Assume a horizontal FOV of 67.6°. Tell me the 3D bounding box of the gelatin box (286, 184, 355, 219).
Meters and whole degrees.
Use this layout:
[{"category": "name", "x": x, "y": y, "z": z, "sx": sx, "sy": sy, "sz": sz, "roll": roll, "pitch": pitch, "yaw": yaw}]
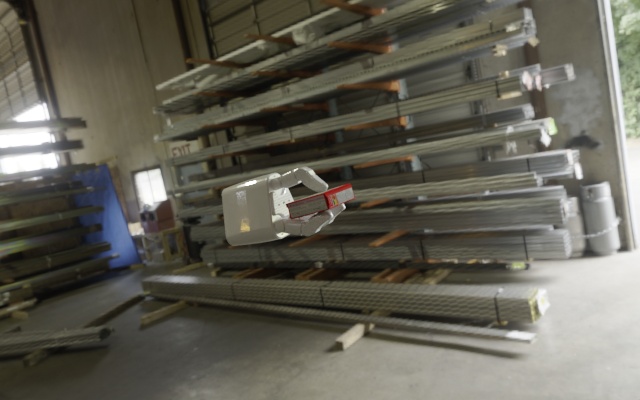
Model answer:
[{"category": "gelatin box", "x": 0.000, "y": 0.002, "z": 0.779, "sx": 0.089, "sy": 0.030, "sz": 0.073, "roll": -17, "pitch": 2, "yaw": 40}]
